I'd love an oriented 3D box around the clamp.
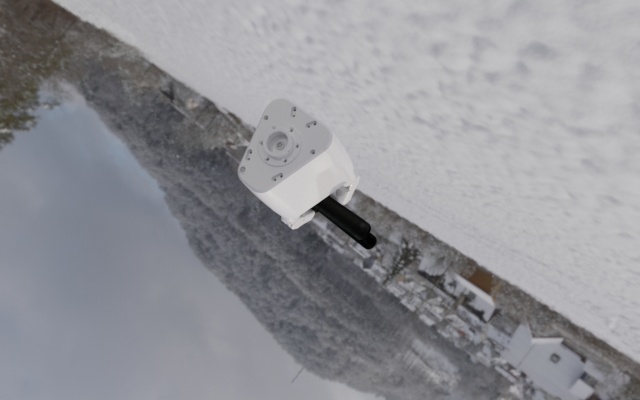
[{"bbox_3d":[-0.001,0.003,0.702,0.210,0.036,0.165,37,-4,21],"label":"clamp"}]
